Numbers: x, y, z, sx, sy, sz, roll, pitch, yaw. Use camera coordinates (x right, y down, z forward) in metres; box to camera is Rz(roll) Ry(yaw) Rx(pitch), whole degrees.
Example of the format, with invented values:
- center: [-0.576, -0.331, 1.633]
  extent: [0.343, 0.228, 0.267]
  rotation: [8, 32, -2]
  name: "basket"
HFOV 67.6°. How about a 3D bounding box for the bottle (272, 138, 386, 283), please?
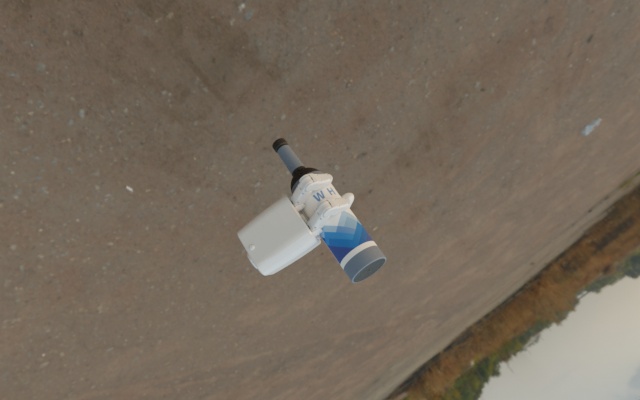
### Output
- center: [0.000, 0.003, 0.819]
  extent: [0.069, 0.295, 0.069]
  rotation: [-28, -26, -15]
  name: "bottle"
